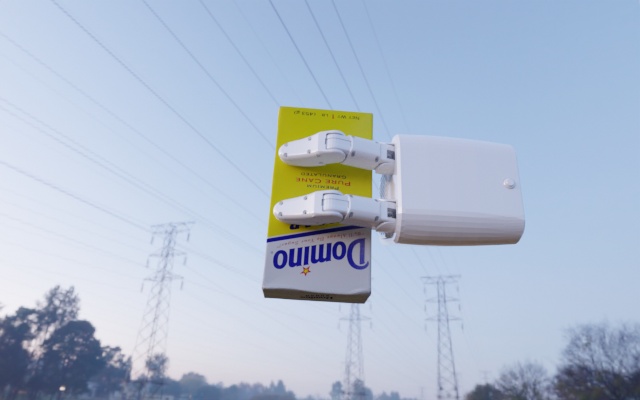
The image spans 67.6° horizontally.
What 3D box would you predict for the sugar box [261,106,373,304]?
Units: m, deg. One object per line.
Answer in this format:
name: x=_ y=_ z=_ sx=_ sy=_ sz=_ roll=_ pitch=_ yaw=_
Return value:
sugar box: x=0.000 y=0.001 z=0.436 sx=0.093 sy=0.176 sz=0.048 roll=3 pitch=-24 yaw=-2
